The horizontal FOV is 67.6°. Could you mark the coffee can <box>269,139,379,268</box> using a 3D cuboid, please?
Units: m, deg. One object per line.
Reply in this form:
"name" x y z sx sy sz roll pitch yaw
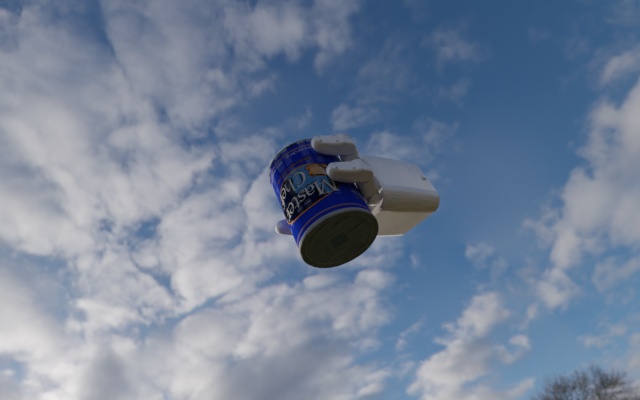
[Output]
"coffee can" 0.000 0.002 0.623 0.103 0.103 0.140 0 43 -28
